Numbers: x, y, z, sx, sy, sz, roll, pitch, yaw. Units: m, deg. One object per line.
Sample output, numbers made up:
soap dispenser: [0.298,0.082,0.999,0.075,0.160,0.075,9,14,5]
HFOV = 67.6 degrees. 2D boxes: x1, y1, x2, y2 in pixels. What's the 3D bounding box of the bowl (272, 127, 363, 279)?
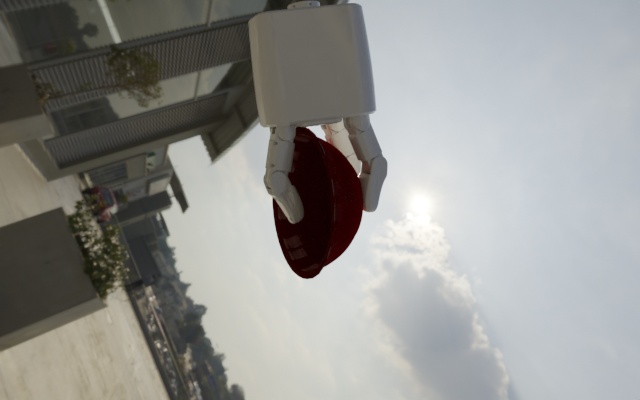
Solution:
bowl: [0.000,0.003,0.518,0.055,0.162,0.162,-3,1,-26]
